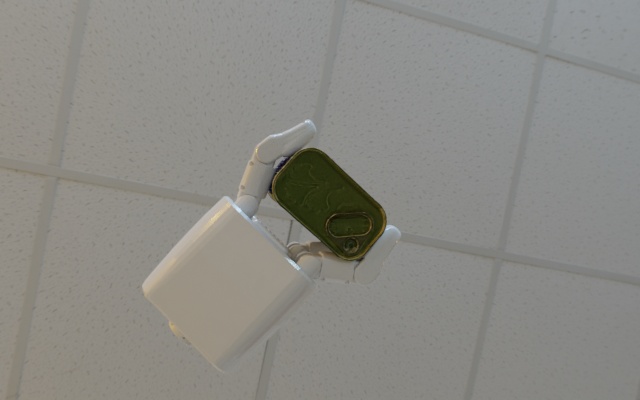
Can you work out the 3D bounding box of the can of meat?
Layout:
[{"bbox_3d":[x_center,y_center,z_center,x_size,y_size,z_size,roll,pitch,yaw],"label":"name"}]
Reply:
[{"bbox_3d":[0.000,0.001,0.435,0.102,0.057,0.084,42,-6,-12],"label":"can of meat"}]
